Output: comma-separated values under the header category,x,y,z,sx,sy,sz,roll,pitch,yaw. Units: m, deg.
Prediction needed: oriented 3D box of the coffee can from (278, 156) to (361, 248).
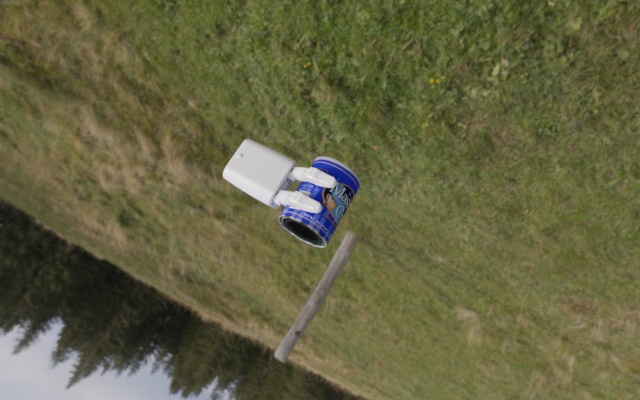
category,x,y,z,sx,sy,sz,roll,pitch,yaw
coffee can,0.000,0.003,0.899,0.103,0.140,0.103,27,-21,11
